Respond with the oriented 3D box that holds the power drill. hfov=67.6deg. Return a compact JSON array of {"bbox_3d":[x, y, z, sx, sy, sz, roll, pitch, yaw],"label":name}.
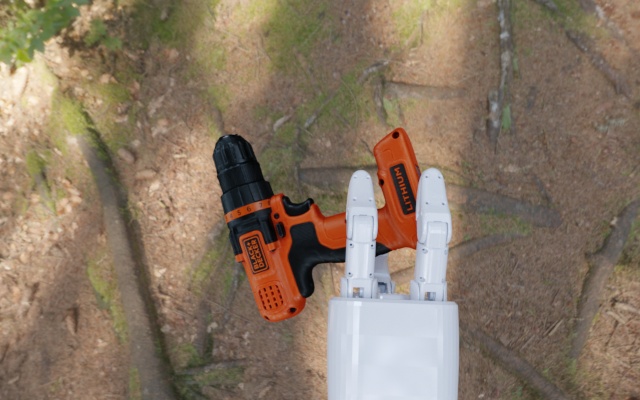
[{"bbox_3d":[0.001,0.002,0.438,0.187,0.184,0.057,-20,-3,17],"label":"power drill"}]
